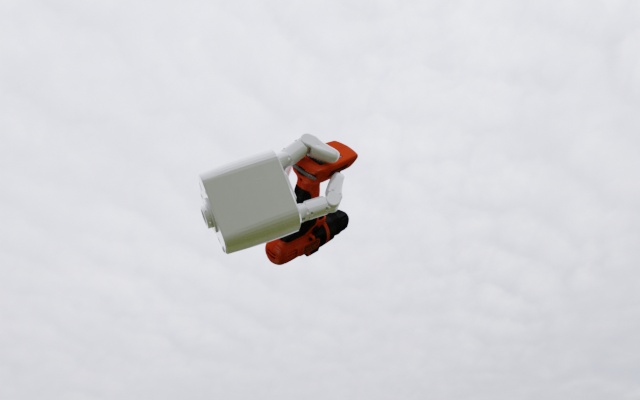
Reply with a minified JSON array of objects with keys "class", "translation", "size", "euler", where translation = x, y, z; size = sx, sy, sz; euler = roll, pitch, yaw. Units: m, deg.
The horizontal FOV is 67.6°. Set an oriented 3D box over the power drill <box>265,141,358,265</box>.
[{"class":"power drill","translation":[0.000,0.002,0.756],"size":[0.057,0.188,0.184],"euler":[33,37,27]}]
